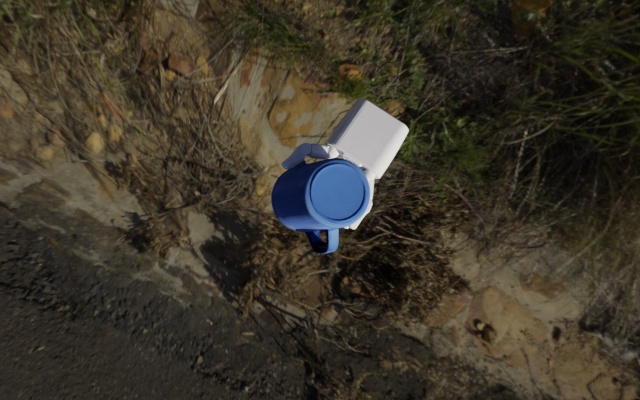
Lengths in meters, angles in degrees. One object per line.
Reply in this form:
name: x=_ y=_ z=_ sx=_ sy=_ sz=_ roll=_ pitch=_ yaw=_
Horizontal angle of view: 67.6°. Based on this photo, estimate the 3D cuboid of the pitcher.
pitcher: x=0.000 y=0.003 z=0.835 sx=0.149 sy=0.145 sz=0.243 roll=35 pitch=-10 yaw=-11
